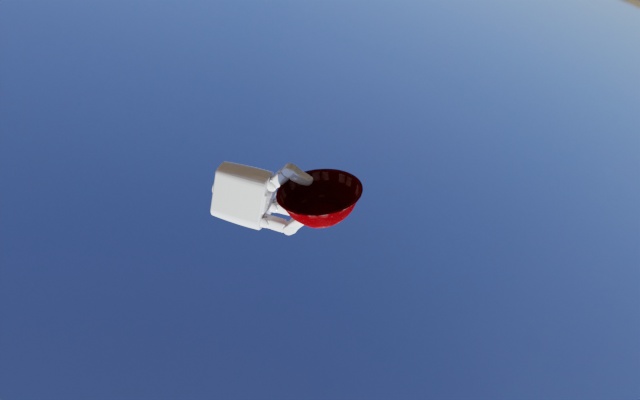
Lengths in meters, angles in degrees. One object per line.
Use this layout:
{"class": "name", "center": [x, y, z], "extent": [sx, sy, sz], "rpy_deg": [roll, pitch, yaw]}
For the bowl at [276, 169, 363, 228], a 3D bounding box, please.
{"class": "bowl", "center": [0.001, 0.004, 0.894], "extent": [0.162, 0.055, 0.162], "rpy_deg": [-5, 33, 3]}
